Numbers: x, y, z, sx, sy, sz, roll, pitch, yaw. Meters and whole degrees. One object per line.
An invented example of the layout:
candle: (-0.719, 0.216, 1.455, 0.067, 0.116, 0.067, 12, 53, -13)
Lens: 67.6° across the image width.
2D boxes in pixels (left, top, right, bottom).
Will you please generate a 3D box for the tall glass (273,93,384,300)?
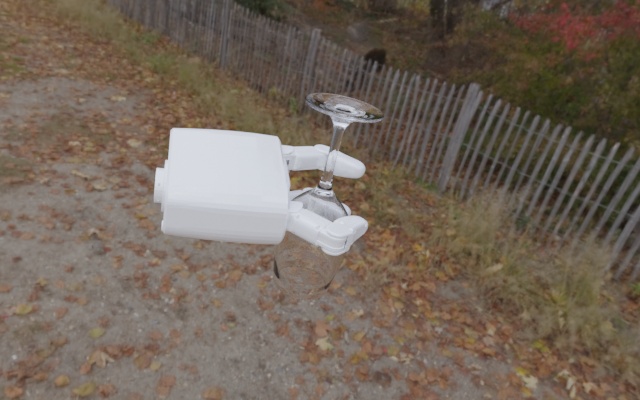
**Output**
tall glass: (0.000, 0.001, 0.476, 0.079, 0.201, 0.079, 11, 26, -5)
